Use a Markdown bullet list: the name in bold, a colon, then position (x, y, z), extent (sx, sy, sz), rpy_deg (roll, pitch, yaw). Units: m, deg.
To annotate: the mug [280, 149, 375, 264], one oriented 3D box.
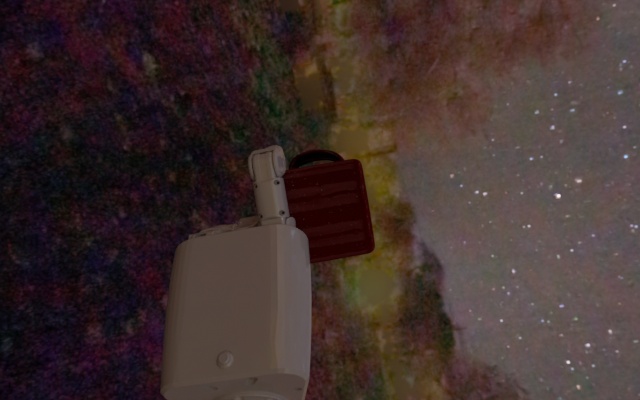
- **mug**: position (0.000, 0.000, 0.416), extent (0.081, 0.117, 0.093), rpy_deg (-9, -40, 6)
